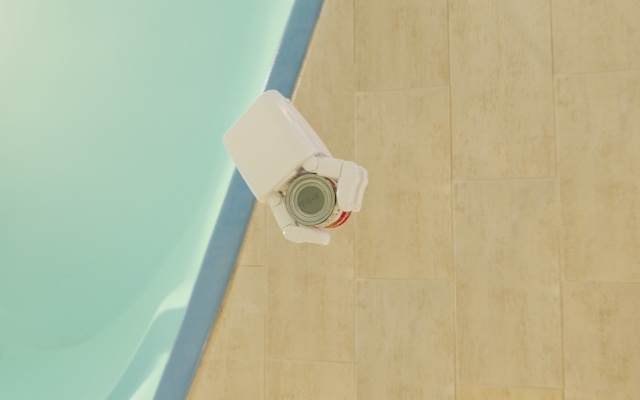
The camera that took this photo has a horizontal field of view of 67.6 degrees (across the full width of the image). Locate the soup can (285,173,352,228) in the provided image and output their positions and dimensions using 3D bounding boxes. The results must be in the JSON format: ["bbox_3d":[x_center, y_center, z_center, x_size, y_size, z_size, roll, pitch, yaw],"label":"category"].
[{"bbox_3d":[0.000,0.003,0.635,0.068,0.068,0.102,0,-4,15],"label":"soup can"}]
